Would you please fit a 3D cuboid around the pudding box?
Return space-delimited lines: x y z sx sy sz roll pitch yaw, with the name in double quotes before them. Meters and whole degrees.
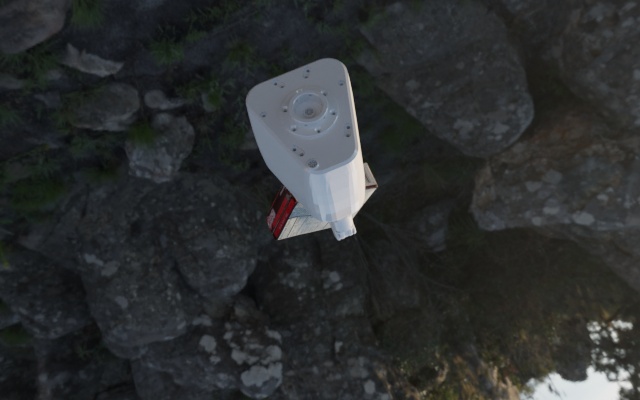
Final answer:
"pudding box" 0.000 0.002 0.568 0.113 0.039 0.090 -10 -28 -29
